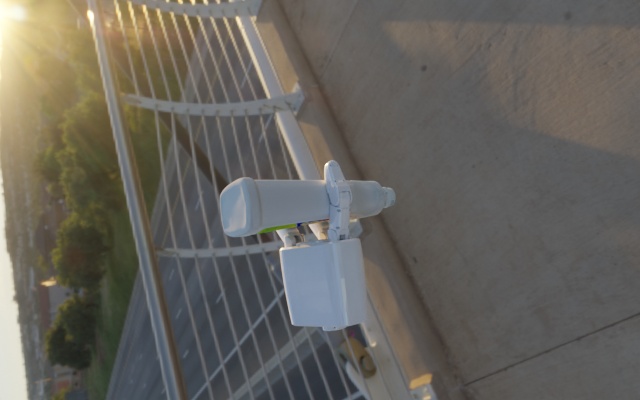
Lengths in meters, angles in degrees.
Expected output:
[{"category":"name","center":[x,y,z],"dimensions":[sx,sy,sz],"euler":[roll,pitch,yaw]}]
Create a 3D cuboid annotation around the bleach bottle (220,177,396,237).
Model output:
[{"category":"bleach bottle","center":[0.000,0.002,0.642],"dimensions":[0.251,0.068,0.102],"euler":[-5,-7,-31]}]
